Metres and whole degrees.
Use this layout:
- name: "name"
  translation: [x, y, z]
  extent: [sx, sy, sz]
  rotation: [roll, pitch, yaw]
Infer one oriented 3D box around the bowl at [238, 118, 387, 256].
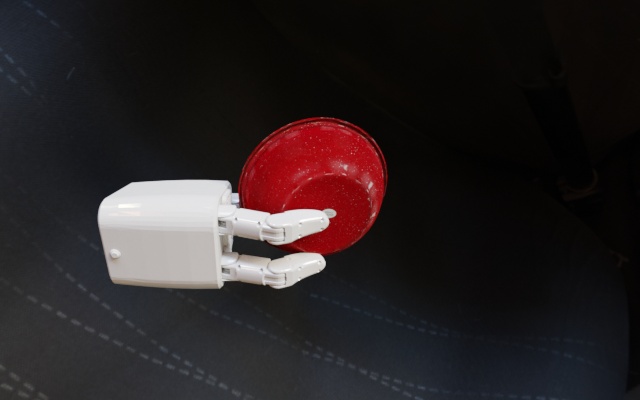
- name: "bowl"
  translation: [0.001, 0.001, 0.484]
  extent: [0.162, 0.162, 0.055]
  rotation: [0, 30, -16]
